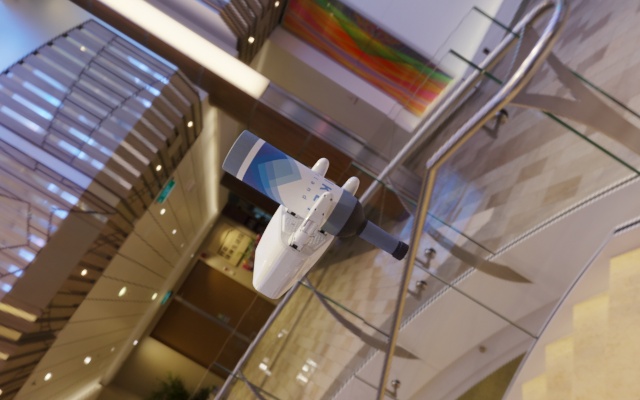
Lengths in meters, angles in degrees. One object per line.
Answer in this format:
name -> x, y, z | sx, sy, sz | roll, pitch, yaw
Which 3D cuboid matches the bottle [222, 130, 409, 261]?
bottle -> 0.000, 0.002, 0.704 | 0.296, 0.069, 0.069 | 31, -3, -4
